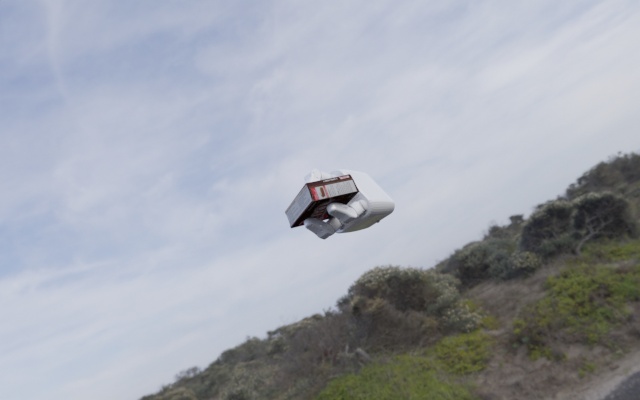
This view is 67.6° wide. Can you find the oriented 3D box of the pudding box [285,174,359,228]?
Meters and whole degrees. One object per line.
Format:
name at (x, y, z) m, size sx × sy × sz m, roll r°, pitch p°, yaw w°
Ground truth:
pudding box at (0.000, 0.002, 0.807) m, size 0.090 × 0.039 × 0.113 m, roll -14°, pitch -22°, yaw -29°
